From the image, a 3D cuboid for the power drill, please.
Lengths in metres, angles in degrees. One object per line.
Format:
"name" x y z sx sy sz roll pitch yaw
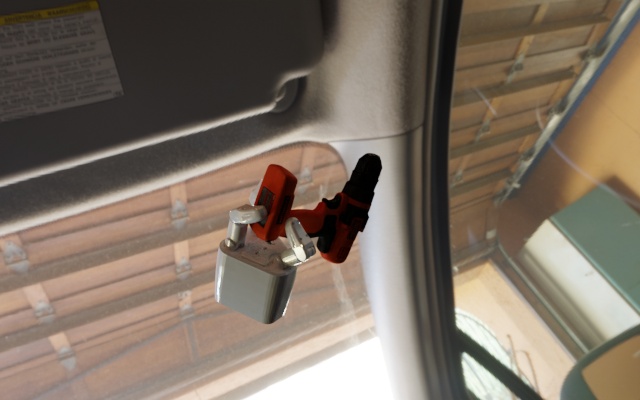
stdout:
"power drill" 0.000 0.002 0.703 0.188 0.184 0.057 12 12 -39
